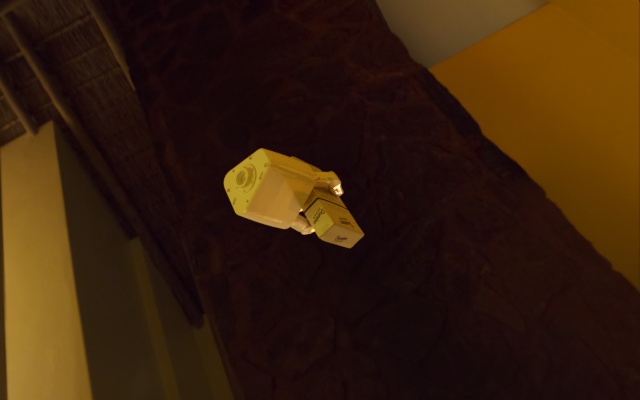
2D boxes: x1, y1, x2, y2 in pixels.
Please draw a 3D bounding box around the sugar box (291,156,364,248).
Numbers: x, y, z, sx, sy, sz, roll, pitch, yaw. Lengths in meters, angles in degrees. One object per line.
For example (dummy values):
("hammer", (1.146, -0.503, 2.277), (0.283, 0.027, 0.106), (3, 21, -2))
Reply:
("sugar box", (0.000, 0.003, 0.864), (0.048, 0.176, 0.093), (-44, -38, 20))
